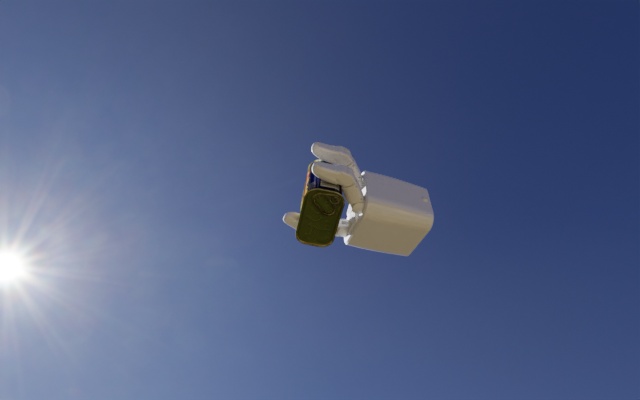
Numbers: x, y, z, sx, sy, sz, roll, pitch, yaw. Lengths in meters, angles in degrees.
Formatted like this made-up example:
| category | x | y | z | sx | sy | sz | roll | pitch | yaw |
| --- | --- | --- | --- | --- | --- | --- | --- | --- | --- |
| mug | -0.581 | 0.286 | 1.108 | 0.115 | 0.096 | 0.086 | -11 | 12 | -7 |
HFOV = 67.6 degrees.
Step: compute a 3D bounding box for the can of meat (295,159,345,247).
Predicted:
| category | x | y | z | sx | sy | sz | roll | pitch | yaw |
| --- | --- | --- | --- | --- | --- | --- | --- | --- | --- |
| can of meat | 0.000 | 0.002 | 0.703 | 0.057 | 0.102 | 0.084 | 11 | 36 | -5 |
